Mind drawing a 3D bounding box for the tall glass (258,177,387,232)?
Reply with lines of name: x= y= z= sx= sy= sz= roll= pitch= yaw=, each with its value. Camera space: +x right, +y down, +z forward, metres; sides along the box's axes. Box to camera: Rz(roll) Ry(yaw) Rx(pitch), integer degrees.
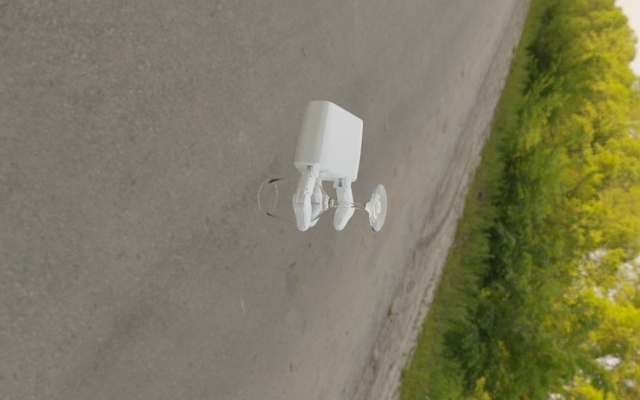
tall glass: x=0.001 y=0.003 z=0.772 sx=0.201 sy=0.079 sz=0.079 roll=5 pitch=2 yaw=25
